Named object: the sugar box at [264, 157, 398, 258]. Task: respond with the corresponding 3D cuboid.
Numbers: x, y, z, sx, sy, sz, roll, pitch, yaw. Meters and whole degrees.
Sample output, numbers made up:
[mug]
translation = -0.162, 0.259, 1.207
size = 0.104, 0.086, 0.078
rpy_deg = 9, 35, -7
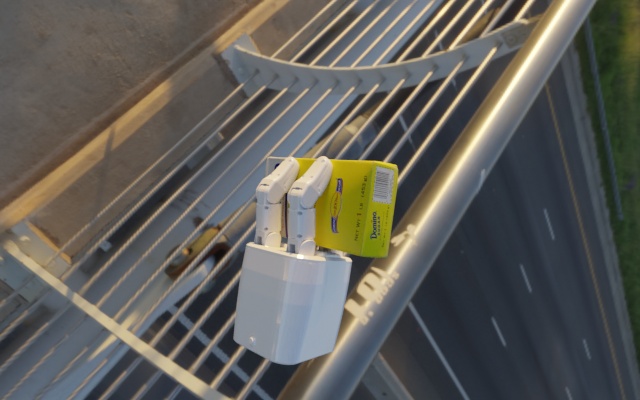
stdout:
[sugar box]
translation = 0.000, 0.002, 0.520
size = 0.048, 0.093, 0.176
rpy_deg = 9, -2, -44
